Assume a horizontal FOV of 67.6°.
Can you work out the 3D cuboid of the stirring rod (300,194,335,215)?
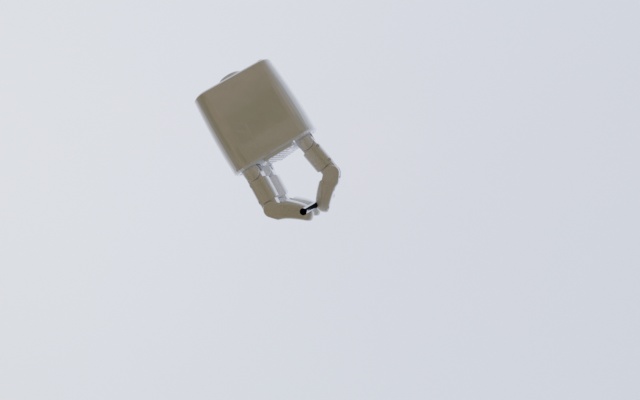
[{"bbox_3d":[0.000,0.002,0.635,0.011,0.011,0.239,0,5,9],"label":"stirring rod"}]
